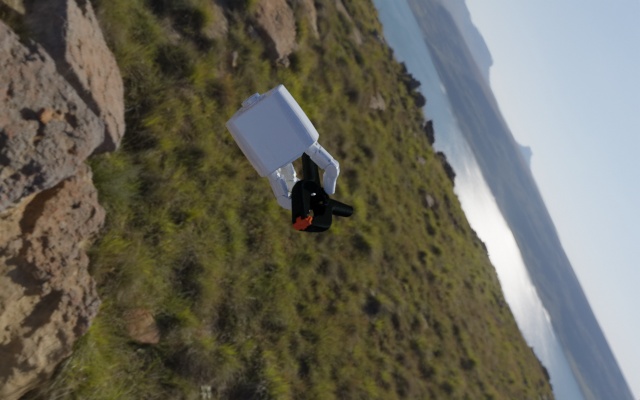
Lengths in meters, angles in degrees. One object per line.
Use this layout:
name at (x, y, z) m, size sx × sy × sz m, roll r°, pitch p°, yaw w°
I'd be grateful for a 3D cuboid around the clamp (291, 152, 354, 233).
clamp at (0.001, 0.002, 0.827) m, size 0.036 × 0.164 × 0.210 m, roll -28°, pitch 21°, yaw 24°
